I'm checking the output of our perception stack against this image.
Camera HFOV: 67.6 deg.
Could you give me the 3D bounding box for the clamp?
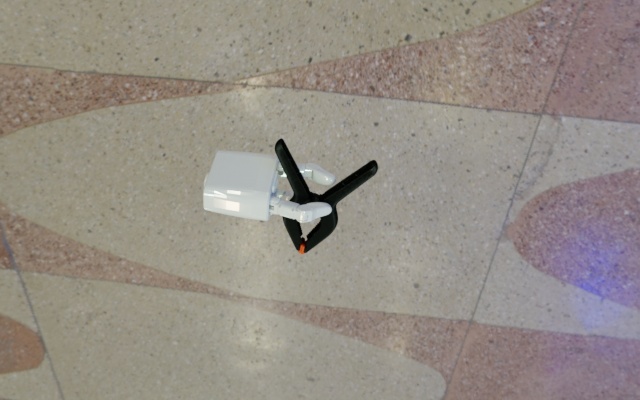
[{"bbox_3d":[0.000,0.003,0.791,0.164,0.210,0.036,7,33,-1],"label":"clamp"}]
